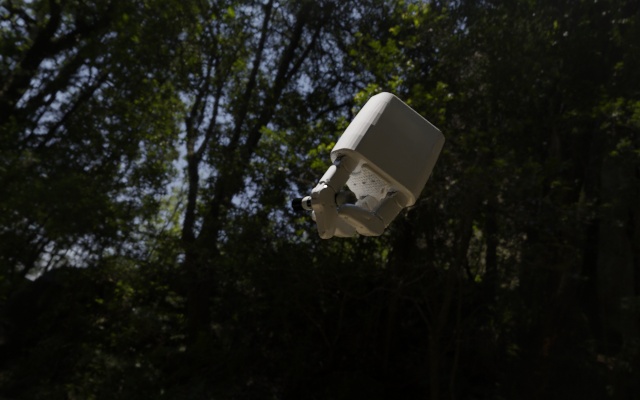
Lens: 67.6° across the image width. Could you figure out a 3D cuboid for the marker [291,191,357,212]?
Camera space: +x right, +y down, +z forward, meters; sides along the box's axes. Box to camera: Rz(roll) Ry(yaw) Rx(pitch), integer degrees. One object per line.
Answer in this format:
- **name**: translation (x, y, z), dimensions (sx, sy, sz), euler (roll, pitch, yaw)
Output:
- **marker**: translation (0.000, 0.002, 0.589), dimensions (0.020, 0.020, 0.121), euler (0, -4, -34)
